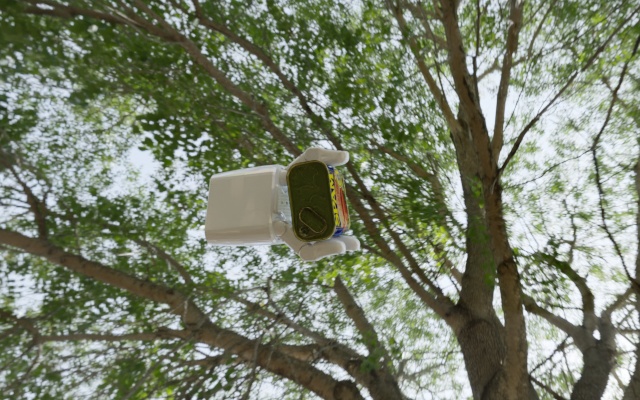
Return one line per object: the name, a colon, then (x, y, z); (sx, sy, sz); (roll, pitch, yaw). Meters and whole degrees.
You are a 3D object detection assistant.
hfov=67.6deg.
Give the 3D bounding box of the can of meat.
can of meat: (0.000, 0.002, 0.636); (0.057, 0.102, 0.084); (-9, -5, 18)
